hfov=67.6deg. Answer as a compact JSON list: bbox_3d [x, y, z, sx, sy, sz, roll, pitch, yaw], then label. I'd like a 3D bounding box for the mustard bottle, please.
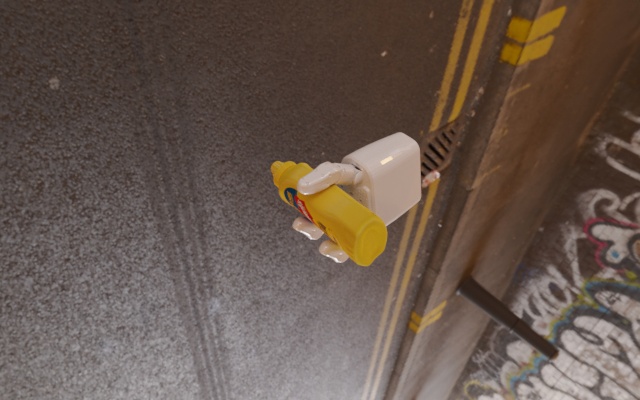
[{"bbox_3d":[0.000,0.002,0.629,0.191,0.058,0.096,39,-13,31],"label":"mustard bottle"}]
